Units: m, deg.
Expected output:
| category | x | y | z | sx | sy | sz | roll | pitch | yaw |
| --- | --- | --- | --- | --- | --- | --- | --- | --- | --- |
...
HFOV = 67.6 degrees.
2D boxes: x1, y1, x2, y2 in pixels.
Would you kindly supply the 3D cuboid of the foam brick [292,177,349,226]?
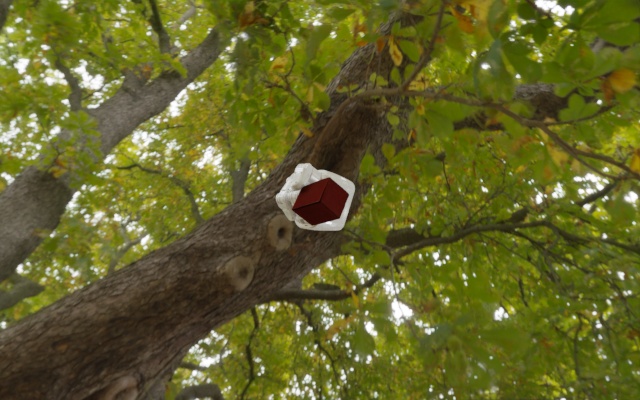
| category | x | y | z | sx | sy | sz | roll | pitch | yaw |
| --- | --- | --- | --- | --- | --- | --- | --- | --- | --- |
| foam brick | 0.000 | 0.003 | 0.808 | 0.051 | 0.053 | 0.078 | 39 | -33 | -25 |
